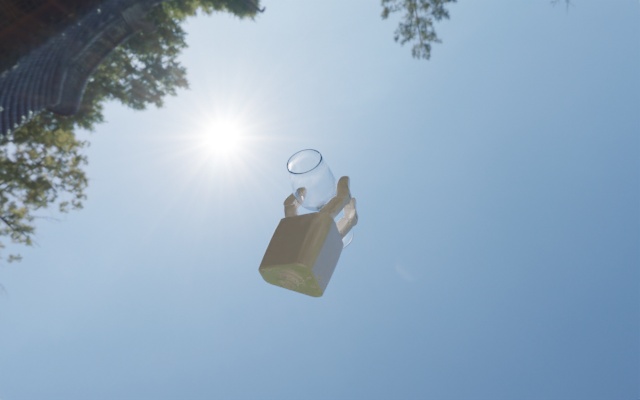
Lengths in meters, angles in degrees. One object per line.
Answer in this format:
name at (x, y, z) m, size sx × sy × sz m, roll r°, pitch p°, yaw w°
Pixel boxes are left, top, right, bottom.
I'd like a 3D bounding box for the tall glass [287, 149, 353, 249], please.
tall glass at (0.000, 0.003, 0.859) m, size 0.079 × 0.079 × 0.201 m, roll 0°, pitch -44°, yaw 23°
